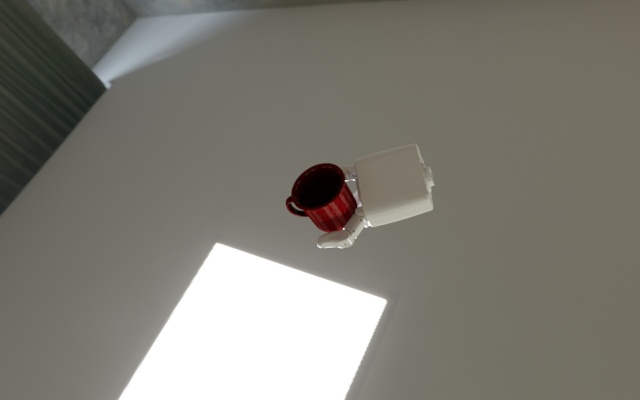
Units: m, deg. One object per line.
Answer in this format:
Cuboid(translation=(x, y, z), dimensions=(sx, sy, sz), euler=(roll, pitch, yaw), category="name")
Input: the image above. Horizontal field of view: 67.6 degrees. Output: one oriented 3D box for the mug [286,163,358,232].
Cuboid(translation=(-0.001, 0.003, 0.788), dimensions=(0.117, 0.093, 0.081), euler=(-15, -40, 18), category="mug")
